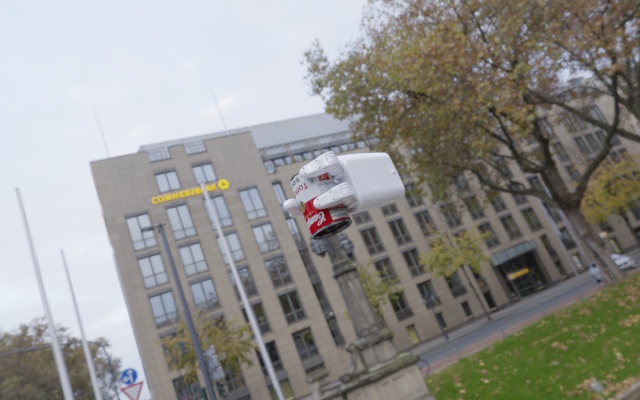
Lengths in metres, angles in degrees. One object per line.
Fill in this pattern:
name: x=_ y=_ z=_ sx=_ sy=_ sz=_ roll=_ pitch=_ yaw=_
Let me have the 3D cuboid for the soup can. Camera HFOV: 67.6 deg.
soup can: x=0.000 y=0.002 z=0.762 sx=0.068 sy=0.102 sz=0.068 roll=-21 pitch=-17 yaw=-7
